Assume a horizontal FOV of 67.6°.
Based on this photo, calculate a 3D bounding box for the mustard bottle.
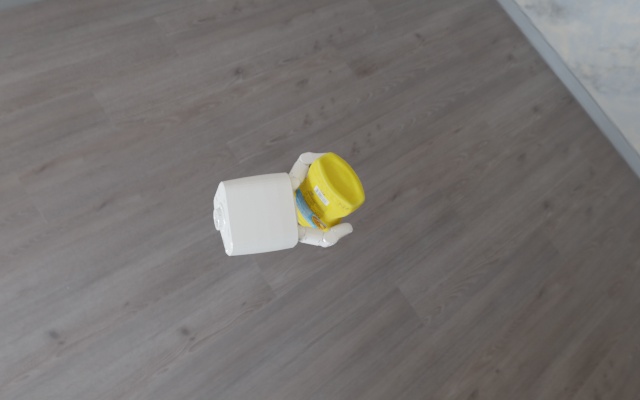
[{"bbox_3d":[0.000,0.002,0.792,0.058,0.096,0.192,-34,-7,-29],"label":"mustard bottle"}]
